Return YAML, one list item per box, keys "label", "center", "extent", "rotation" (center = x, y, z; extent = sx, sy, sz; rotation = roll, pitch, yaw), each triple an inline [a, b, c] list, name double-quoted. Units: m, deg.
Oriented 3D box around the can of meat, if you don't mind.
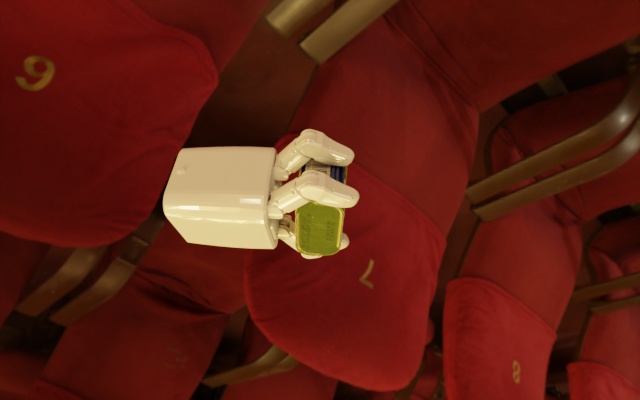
- label: "can of meat"
  center: [0.000, 0.002, 0.537]
  extent: [0.057, 0.083, 0.102]
  rotation: [3, -41, 1]
